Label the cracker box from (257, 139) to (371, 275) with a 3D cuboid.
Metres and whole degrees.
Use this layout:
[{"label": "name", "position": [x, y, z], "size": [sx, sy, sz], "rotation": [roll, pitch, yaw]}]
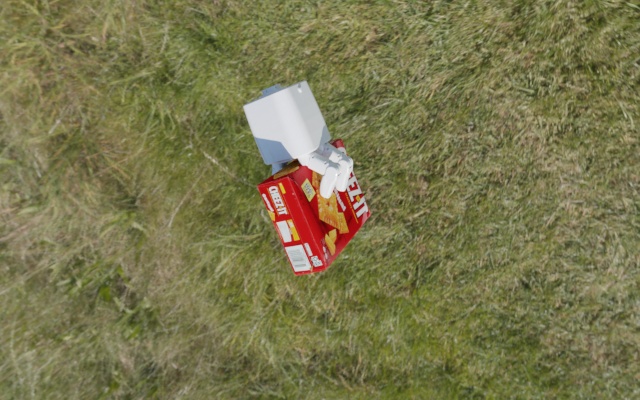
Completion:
[{"label": "cracker box", "position": [0.000, 0.003, 0.822], "size": [0.072, 0.164, 0.213], "rotation": [-13, 16, 31]}]
